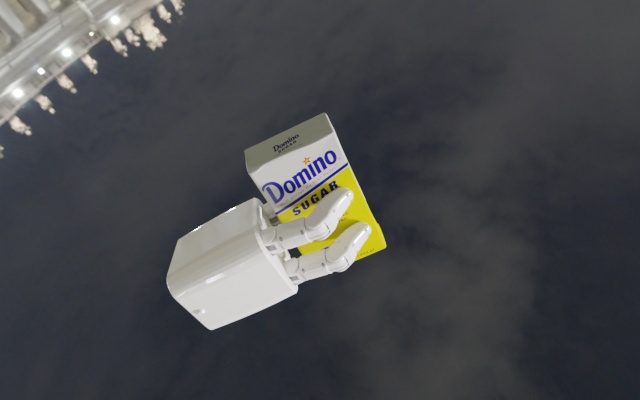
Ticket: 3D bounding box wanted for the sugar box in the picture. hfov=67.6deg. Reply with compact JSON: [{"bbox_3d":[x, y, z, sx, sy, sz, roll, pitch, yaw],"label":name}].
[{"bbox_3d":[0.000,0.002,0.514,0.093,0.176,0.048,-25,42,6],"label":"sugar box"}]
